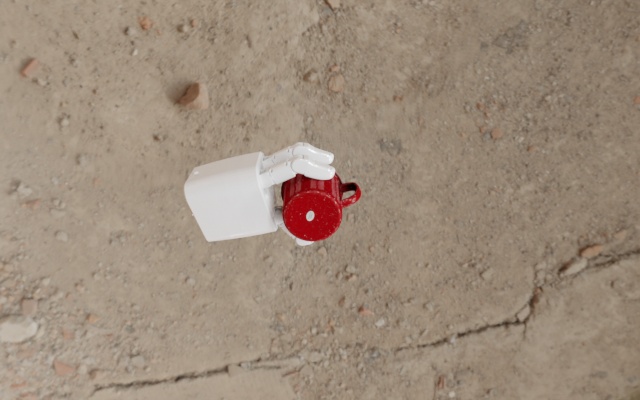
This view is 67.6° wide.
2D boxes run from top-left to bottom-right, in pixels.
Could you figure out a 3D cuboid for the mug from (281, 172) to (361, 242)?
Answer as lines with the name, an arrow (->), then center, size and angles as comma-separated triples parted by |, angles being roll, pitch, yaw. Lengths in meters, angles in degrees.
mug -> 0.002, 0.002, 0.671 | 0.117, 0.093, 0.081 | -12, 26, 5
